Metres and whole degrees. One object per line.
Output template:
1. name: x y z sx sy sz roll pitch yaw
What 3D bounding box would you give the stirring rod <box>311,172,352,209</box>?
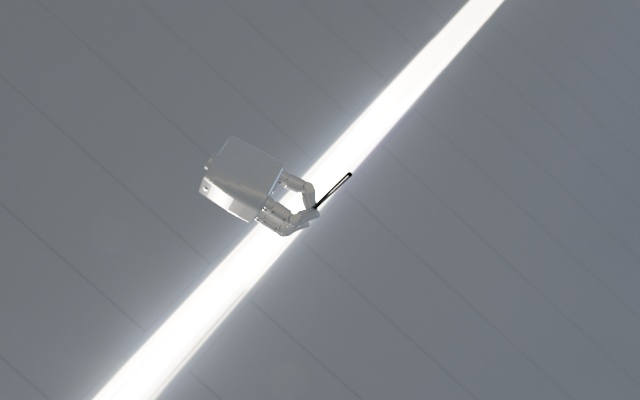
1. stirring rod: 0.000 0.002 0.779 0.011 0.011 0.240 0 -19 -21
